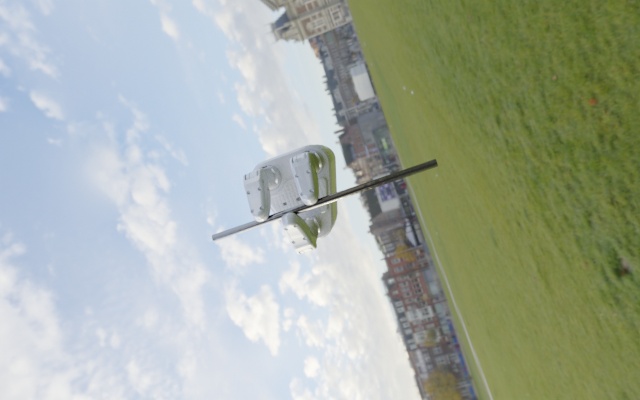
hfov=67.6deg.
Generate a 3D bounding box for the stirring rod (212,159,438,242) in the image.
[{"bbox_3d":[0.000,0.002,0.481,0.239,0.011,0.011,-19,-3,10],"label":"stirring rod"}]
